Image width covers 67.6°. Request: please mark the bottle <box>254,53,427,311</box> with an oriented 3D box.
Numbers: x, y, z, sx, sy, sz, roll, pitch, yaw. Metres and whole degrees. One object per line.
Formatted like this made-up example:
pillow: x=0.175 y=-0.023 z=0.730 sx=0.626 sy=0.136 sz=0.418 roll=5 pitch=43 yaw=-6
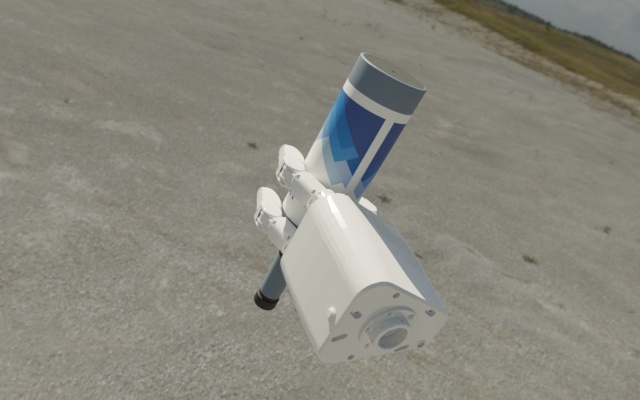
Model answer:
bottle: x=0.000 y=0.001 z=0.483 sx=0.069 sy=0.296 sz=0.069 roll=23 pitch=27 yaw=-13
